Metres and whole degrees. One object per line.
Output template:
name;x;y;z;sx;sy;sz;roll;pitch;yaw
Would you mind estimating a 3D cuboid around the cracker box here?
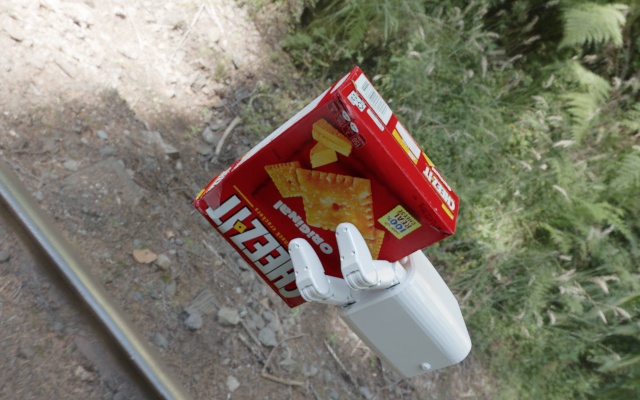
cracker box;0.000;0.001;0.476;0.214;0.164;0.072;-32;16;33
